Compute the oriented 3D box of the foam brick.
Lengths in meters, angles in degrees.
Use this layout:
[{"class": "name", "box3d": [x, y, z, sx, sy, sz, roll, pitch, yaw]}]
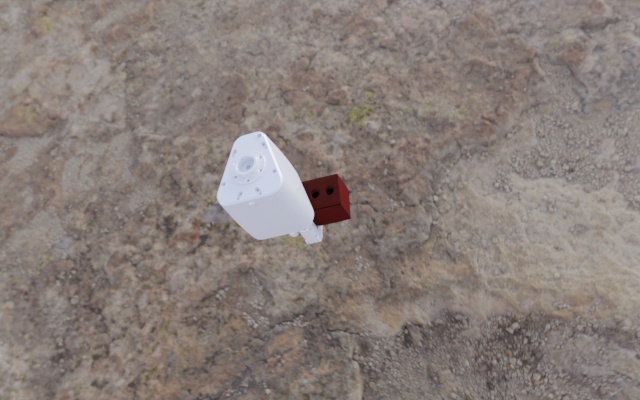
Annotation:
[{"class": "foam brick", "box3d": [0.000, 0.002, 0.706, 0.078, 0.053, 0.051, -13, -32, 14]}]
